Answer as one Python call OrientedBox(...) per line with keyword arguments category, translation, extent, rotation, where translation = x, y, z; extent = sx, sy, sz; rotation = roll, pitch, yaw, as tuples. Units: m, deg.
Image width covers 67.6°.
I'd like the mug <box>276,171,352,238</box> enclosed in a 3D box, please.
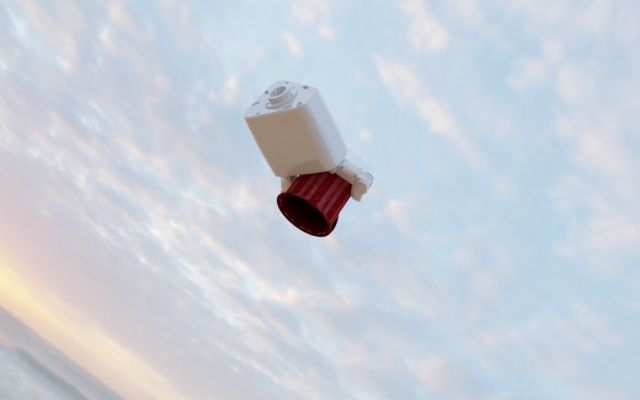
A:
OrientedBox(category="mug", translation=(0.001, 0.003, 0.711), extent=(0.093, 0.081, 0.117), rotation=(10, -38, 38))
